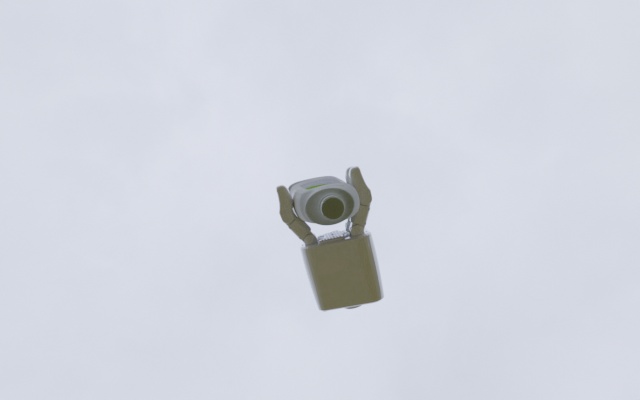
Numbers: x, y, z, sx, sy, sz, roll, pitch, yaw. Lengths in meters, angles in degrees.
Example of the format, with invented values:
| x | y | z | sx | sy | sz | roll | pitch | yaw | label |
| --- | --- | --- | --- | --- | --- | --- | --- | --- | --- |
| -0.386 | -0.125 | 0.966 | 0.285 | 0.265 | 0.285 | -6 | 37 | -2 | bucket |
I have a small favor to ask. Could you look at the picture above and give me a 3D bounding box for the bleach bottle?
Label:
| x | y | z | sx | sy | sz | roll | pitch | yaw | label |
| --- | --- | --- | --- | --- | --- | --- | --- | --- | --- |
| 0.000 | 0.002 | 0.720 | 0.102 | 0.068 | 0.251 | -14 | 5 | -2 | bleach bottle |
